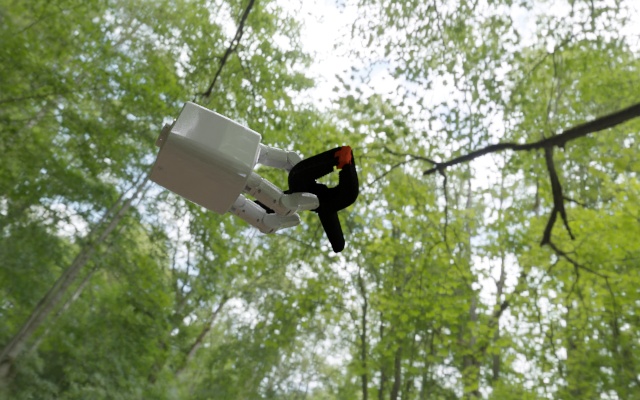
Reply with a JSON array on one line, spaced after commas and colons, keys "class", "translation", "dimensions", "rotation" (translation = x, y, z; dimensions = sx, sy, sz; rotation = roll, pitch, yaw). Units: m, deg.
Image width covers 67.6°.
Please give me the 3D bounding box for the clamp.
[{"class": "clamp", "translation": [0.000, 0.001, 0.652], "dimensions": [0.164, 0.036, 0.210], "rotation": [25, -39, -17]}]
